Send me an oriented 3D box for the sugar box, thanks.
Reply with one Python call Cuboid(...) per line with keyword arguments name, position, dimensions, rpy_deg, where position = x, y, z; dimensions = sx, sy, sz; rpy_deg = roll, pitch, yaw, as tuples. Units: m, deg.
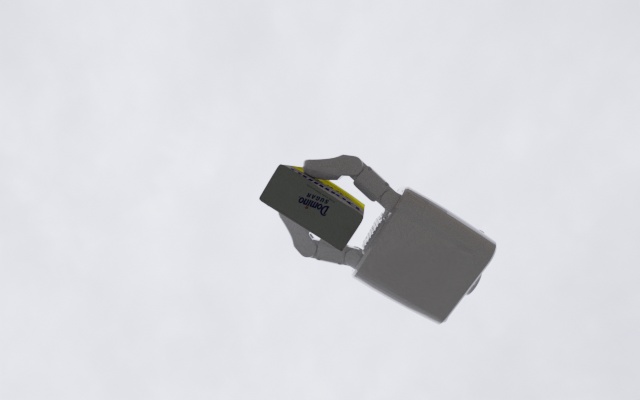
Cuboid(name="sugar box", position=(0.001, 0.001, 0.514), dimensions=(0.093, 0.048, 0.176), rpy_deg=(32, 3, 3))
